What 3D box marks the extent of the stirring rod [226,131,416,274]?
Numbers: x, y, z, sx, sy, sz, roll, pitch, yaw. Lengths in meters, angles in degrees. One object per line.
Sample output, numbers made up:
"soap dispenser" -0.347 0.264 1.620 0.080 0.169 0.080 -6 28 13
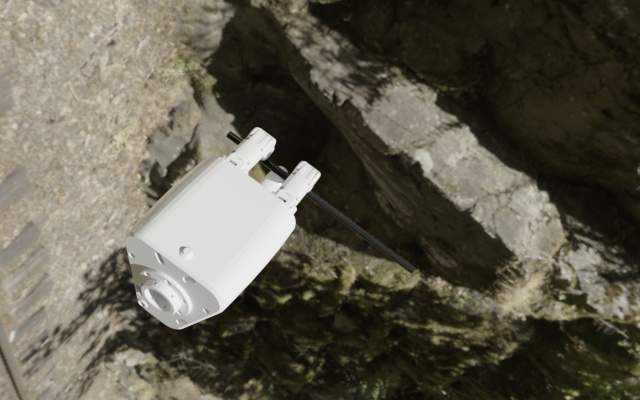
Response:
"stirring rod" 0.000 0.002 0.500 0.239 0.011 0.011 36 1 1
